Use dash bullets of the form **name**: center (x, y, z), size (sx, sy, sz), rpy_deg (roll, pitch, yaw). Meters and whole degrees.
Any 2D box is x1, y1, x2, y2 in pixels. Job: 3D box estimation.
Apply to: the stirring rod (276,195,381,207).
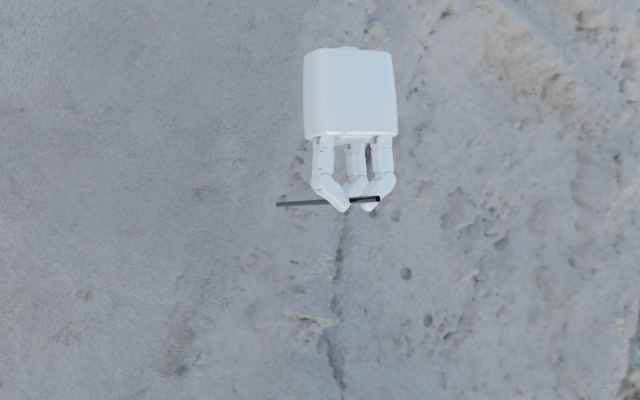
- **stirring rod**: center (0.000, 0.002, 0.660), size (0.011, 0.011, 0.239), rpy_deg (0, -2, -34)
